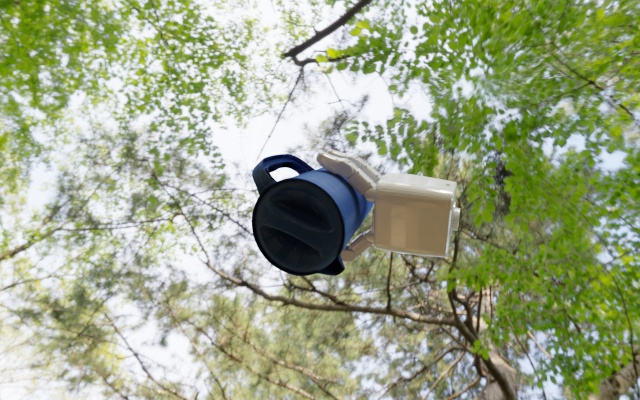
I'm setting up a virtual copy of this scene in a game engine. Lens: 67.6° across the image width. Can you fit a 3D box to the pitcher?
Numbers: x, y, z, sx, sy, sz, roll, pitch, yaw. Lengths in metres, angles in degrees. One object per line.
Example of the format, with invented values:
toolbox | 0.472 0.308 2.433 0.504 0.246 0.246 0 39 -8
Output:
pitcher | 0.000 0.002 0.727 0.145 0.149 0.242 6 15 18
